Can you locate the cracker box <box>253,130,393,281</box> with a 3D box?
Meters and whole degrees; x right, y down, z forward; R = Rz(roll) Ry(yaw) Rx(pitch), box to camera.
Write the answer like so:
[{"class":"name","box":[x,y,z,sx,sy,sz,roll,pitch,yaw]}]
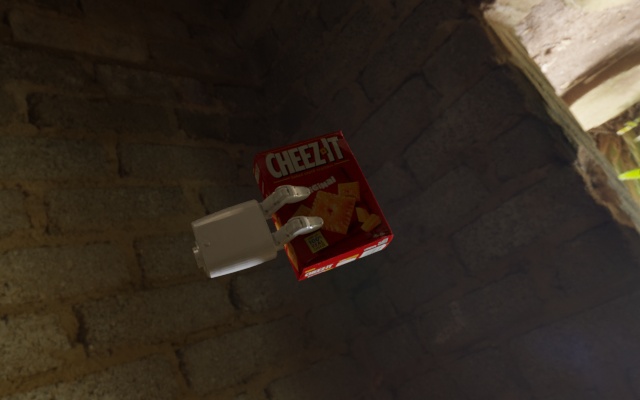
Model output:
[{"class":"cracker box","box":[0.000,0.003,0.794,0.164,0.213,0.072,-18,-21,-18]}]
